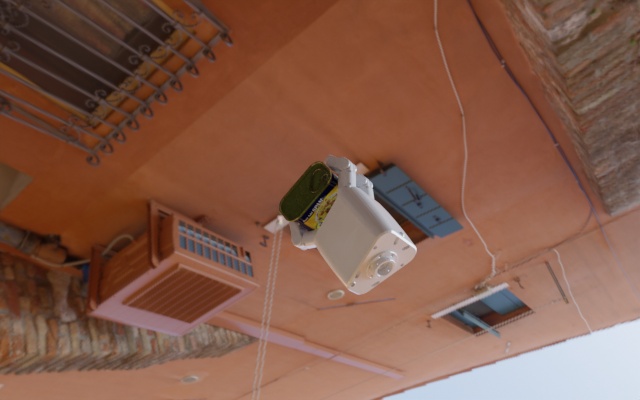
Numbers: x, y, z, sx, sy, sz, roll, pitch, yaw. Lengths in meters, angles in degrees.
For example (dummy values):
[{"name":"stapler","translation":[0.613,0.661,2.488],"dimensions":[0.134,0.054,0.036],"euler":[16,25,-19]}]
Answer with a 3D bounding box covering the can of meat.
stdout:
[{"name":"can of meat","translation":[0.000,0.003,0.753],"dimensions":[0.084,0.102,0.057],"euler":[34,9,-42]}]
